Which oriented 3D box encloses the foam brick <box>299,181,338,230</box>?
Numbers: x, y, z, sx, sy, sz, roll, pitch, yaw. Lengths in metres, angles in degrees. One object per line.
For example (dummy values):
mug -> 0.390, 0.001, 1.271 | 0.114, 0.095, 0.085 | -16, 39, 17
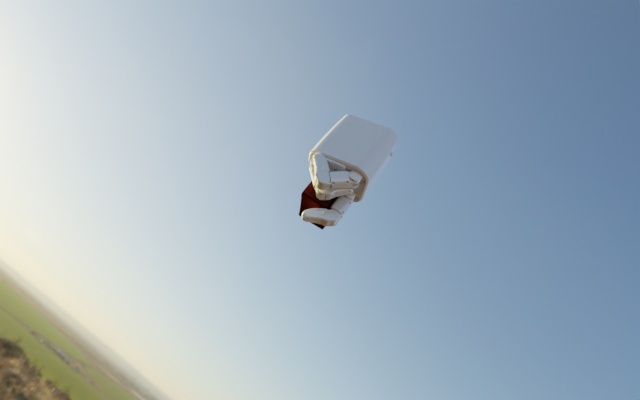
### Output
foam brick -> 0.000, 0.003, 0.811 | 0.053, 0.051, 0.078 | 32, -28, 11
